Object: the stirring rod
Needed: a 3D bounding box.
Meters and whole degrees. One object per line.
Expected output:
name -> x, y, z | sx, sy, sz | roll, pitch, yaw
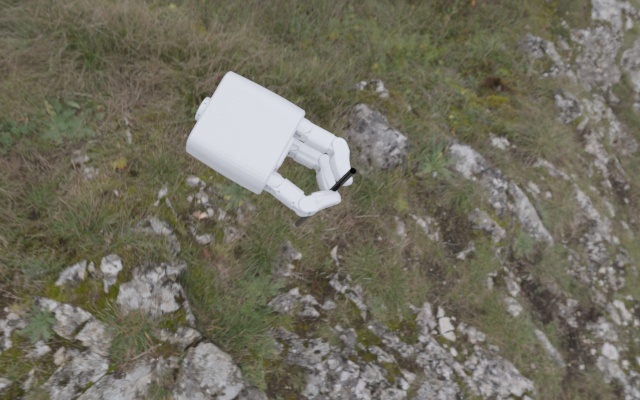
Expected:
stirring rod -> 0.000, 0.002, 0.653 | 0.011, 0.011, 0.239 | 0, -17, -19
